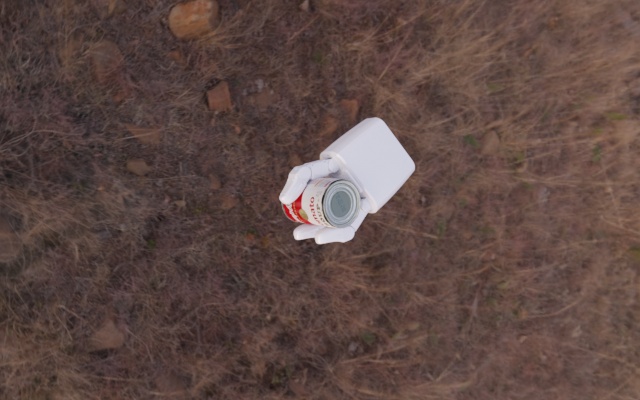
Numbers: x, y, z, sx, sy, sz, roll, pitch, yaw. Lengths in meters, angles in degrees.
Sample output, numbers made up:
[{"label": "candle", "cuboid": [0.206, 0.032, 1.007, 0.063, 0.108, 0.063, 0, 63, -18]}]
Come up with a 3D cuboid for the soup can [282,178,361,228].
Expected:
[{"label": "soup can", "cuboid": [0.000, 0.002, 0.676, 0.068, 0.068, 0.102, 0, 3, -36]}]
